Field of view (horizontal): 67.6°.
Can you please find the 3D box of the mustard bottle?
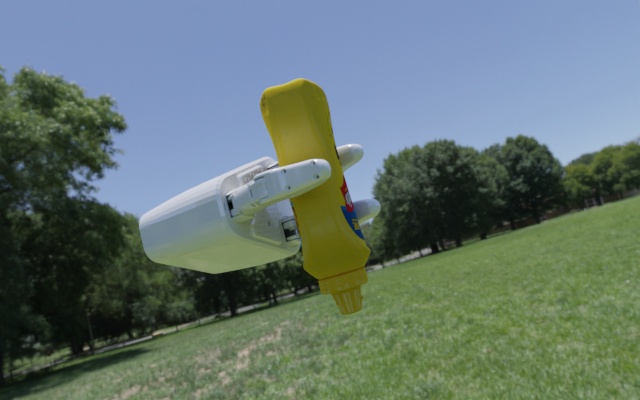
[{"bbox_3d":[0.000,0.001,0.406,0.058,0.191,0.096,-16,-7,4],"label":"mustard bottle"}]
